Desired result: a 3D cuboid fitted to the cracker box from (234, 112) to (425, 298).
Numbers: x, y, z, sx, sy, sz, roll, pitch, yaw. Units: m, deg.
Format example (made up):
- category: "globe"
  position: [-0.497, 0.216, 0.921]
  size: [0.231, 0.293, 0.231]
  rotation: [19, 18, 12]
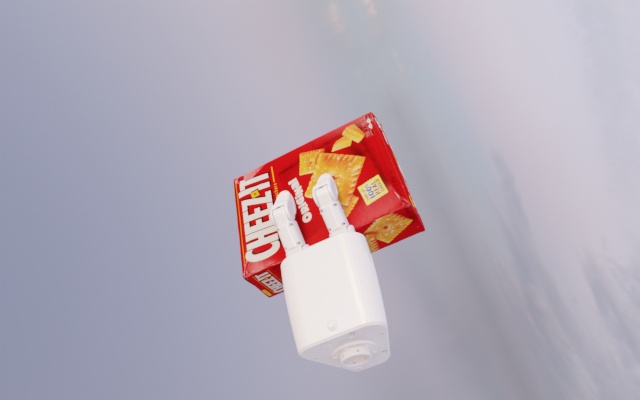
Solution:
- category: "cracker box"
  position: [0.000, 0.002, 0.600]
  size: [0.214, 0.164, 0.072]
  rotation: [-25, -41, 13]
